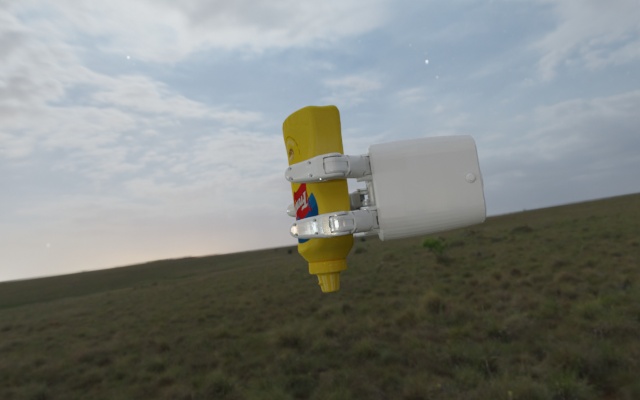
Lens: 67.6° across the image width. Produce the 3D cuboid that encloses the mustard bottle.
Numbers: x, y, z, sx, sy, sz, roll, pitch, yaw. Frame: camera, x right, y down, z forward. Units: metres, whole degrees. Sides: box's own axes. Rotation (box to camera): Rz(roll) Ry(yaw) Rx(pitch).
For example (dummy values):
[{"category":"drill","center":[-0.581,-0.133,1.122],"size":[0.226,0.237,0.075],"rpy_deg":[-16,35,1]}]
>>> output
[{"category":"mustard bottle","center":[0.000,0.001,0.515],"size":[0.058,0.191,0.096],"rpy_deg":[-6,-5,-21]}]
